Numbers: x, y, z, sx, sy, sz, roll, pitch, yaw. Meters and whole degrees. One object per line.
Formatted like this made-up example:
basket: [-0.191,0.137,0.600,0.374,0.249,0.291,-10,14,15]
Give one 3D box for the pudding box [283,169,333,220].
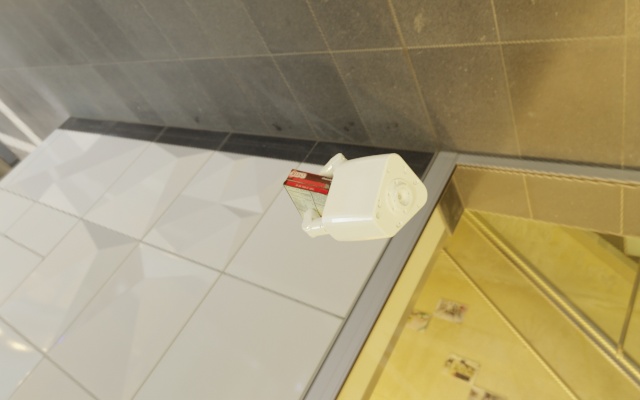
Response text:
pudding box: [0.000,0.003,0.777,0.090,0.039,0.114,15,-31,30]
